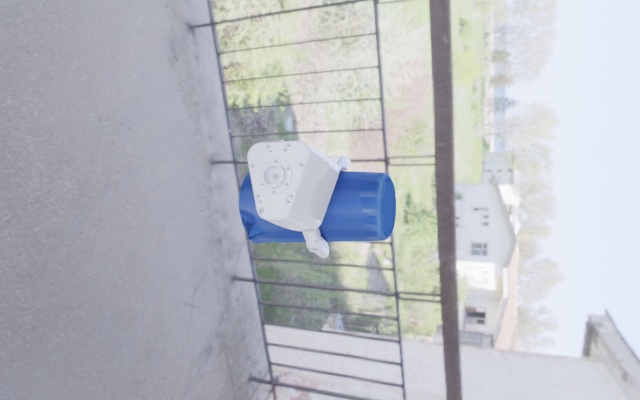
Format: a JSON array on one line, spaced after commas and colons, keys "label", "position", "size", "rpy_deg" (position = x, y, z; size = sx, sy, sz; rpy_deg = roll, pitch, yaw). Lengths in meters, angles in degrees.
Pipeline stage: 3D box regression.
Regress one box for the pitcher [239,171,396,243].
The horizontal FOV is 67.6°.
[{"label": "pitcher", "position": [0.000, 0.003, 0.802], "size": [0.243, 0.149, 0.145], "rpy_deg": [0, -11, 22]}]
